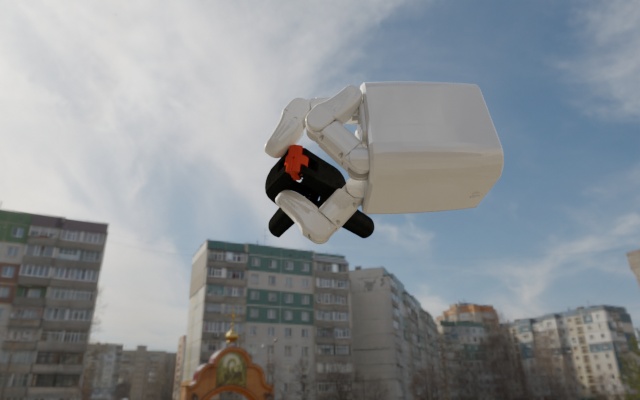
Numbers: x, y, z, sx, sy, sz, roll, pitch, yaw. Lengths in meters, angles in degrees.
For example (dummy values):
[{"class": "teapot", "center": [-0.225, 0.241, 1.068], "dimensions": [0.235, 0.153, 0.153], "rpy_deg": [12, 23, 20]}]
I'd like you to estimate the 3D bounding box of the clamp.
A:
[{"class": "clamp", "center": [0.000, 0.001, 0.484], "dimensions": [0.120, 0.039, 0.171], "rpy_deg": [-2, -23, -1]}]
